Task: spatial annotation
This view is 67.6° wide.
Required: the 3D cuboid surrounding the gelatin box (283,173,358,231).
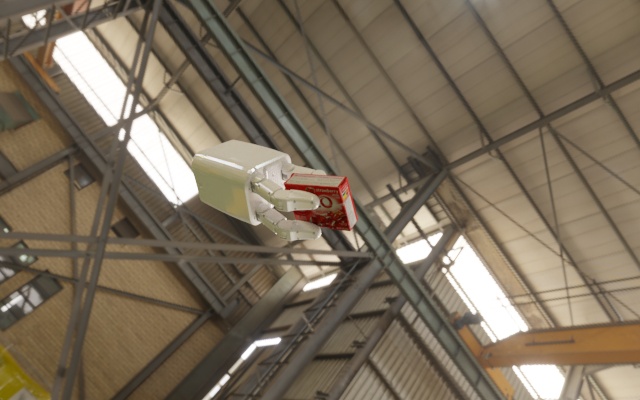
[{"bbox_3d":[0.001,0.002,0.652,0.089,0.073,0.030,5,38,30],"label":"gelatin box"}]
